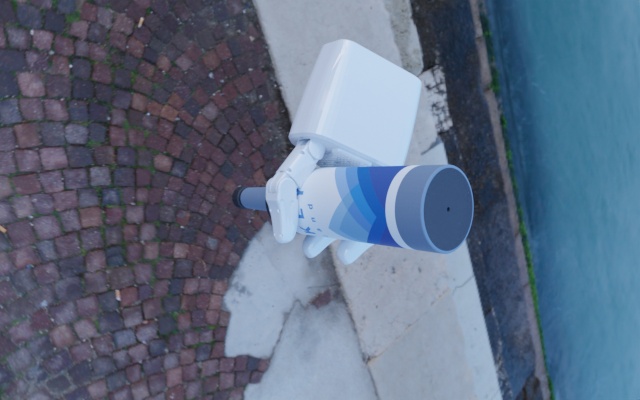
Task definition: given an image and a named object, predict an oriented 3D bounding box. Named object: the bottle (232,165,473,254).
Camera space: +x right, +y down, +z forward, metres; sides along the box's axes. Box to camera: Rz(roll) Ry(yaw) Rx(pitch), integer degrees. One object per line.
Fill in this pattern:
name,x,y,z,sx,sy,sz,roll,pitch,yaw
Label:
bottle,0.000,0.002,0.465,0.069,0.069,0.295,0,2,-40
